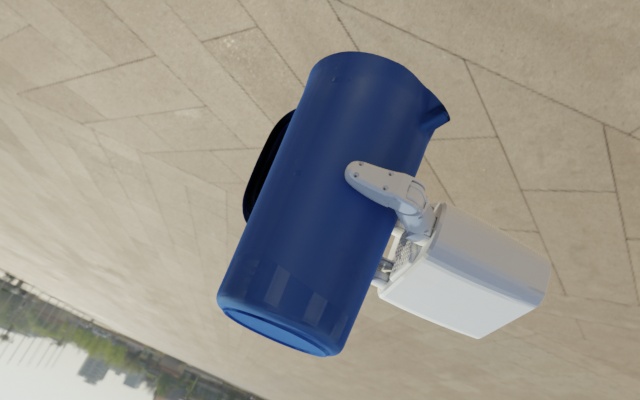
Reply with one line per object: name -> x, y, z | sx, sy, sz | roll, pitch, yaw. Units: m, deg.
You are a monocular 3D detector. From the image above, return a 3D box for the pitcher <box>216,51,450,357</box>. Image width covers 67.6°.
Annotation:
pitcher -> 0.000, 0.001, 0.424 | 0.145, 0.242, 0.149 | 26, -23, -5
